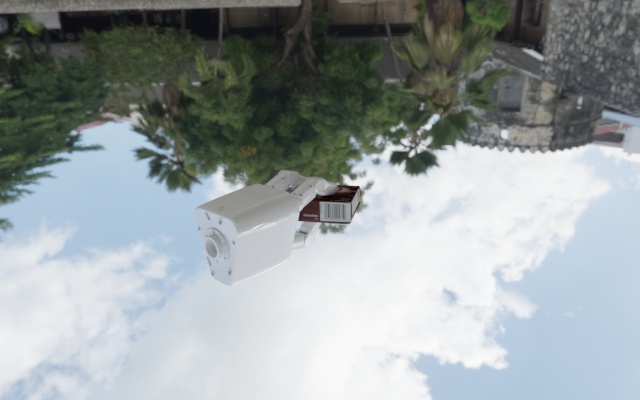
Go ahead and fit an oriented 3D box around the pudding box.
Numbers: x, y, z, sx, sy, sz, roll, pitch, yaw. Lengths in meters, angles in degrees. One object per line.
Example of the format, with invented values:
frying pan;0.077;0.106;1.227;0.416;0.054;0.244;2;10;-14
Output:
pudding box;0.000;0.003;0.738;0.113;0.039;0.090;5;20;12
